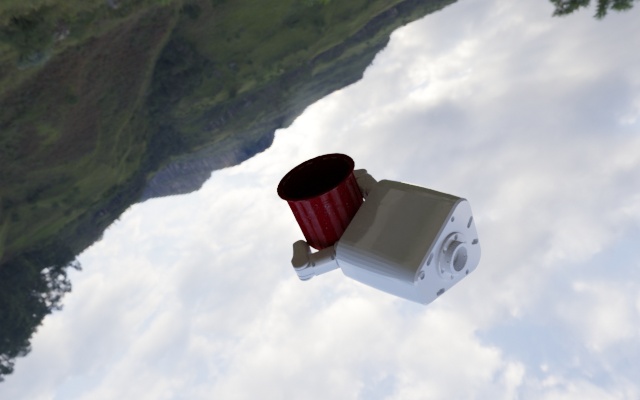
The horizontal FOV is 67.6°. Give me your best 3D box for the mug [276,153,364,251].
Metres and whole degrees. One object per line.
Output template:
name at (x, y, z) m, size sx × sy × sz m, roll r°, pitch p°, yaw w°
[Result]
mug at (-0.001, 0.002, 0.558) m, size 0.093 × 0.081 × 0.117 m, roll -40°, pitch 34°, yaw -26°
